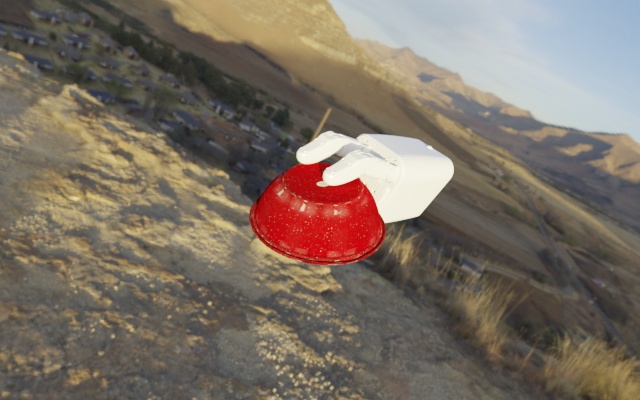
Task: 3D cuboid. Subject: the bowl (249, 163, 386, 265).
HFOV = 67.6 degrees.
[{"bbox_3d":[-0.001,0.002,0.548,0.162,0.055,0.162,6,33,-4],"label":"bowl"}]
